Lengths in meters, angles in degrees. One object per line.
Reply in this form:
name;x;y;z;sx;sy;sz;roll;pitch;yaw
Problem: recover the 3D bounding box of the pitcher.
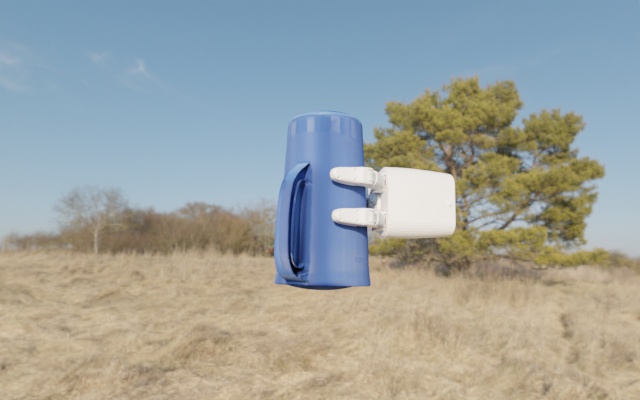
pitcher;0.000;0.002;0.667;0.145;0.243;0.149;3;-8;-14
